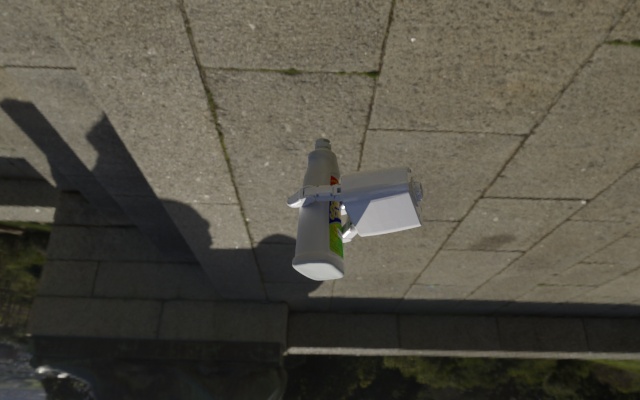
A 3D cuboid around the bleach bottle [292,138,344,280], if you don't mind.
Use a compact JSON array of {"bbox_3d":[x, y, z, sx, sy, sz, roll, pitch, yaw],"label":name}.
[{"bbox_3d":[0.000,0.003,0.819,0.068,0.250,0.103,-10,-27,20],"label":"bleach bottle"}]
